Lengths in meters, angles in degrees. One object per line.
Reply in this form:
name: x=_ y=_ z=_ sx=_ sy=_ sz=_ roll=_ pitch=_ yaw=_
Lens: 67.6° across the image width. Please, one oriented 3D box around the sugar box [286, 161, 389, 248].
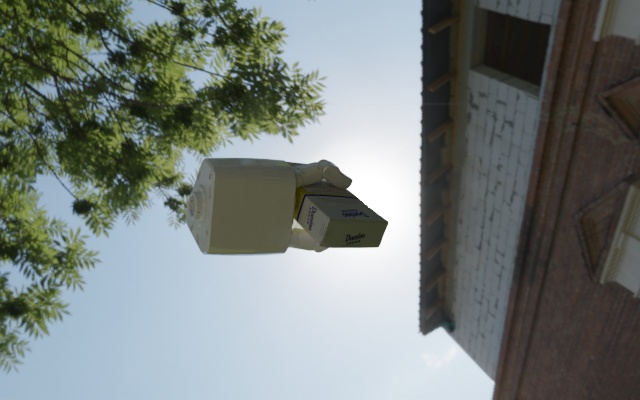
sugar box: x=0.000 y=0.003 z=0.633 sx=0.093 sy=0.048 sz=0.176 roll=4 pitch=27 yaw=-34
